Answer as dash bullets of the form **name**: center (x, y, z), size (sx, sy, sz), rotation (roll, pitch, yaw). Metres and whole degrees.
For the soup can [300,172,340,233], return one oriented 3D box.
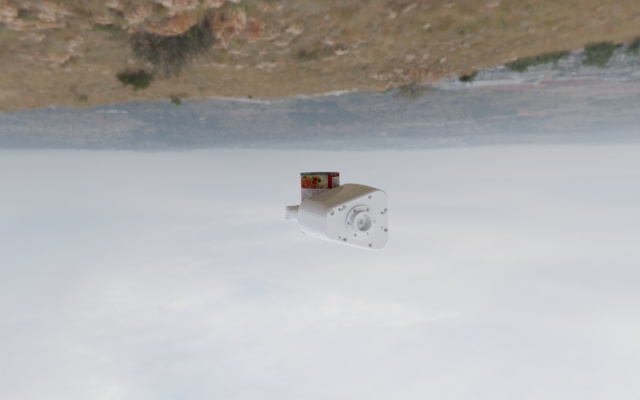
- **soup can**: center (0.000, 0.003, 0.818), size (0.068, 0.102, 0.068), rotation (-1, 5, 0)
